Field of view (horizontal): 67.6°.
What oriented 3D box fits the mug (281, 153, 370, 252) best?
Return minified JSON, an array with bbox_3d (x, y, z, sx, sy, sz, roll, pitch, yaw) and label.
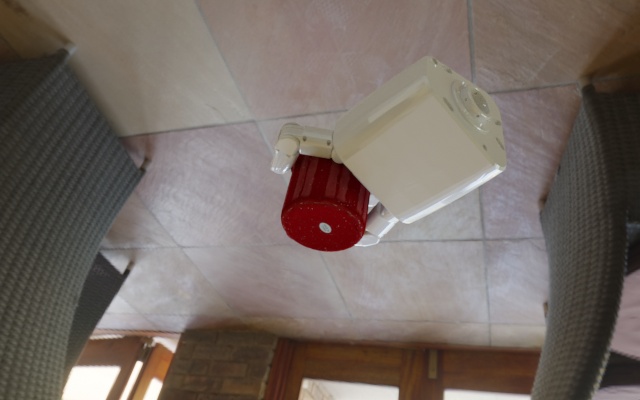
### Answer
[{"bbox_3d":[-0.001,0.002,0.481,0.093,0.081,0.117,33,-44,-24],"label":"mug"}]
